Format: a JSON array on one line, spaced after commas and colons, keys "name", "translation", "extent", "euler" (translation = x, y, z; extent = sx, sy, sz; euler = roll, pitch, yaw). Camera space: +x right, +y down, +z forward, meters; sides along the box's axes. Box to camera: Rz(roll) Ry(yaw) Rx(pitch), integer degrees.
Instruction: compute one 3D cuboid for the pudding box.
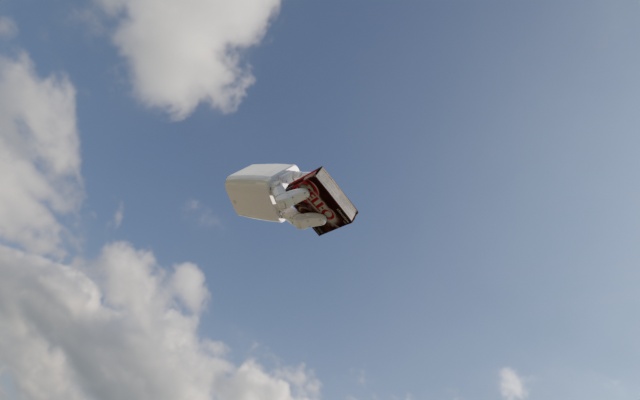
[{"name": "pudding box", "translation": [0.000, 0.003, 0.866], "extent": [0.090, 0.113, 0.039], "euler": [-25, 23, 44]}]
